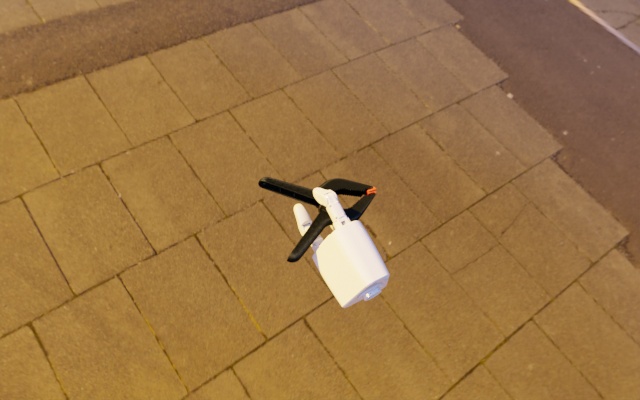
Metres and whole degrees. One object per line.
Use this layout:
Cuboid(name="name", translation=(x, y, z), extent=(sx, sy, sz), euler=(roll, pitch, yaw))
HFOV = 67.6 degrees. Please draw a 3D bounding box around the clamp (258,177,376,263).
Cuboid(name="clamp", translation=(0.001, 0.002, 0.856), extent=(0.210, 0.164, 0.036), euler=(-22, -19, -22))
